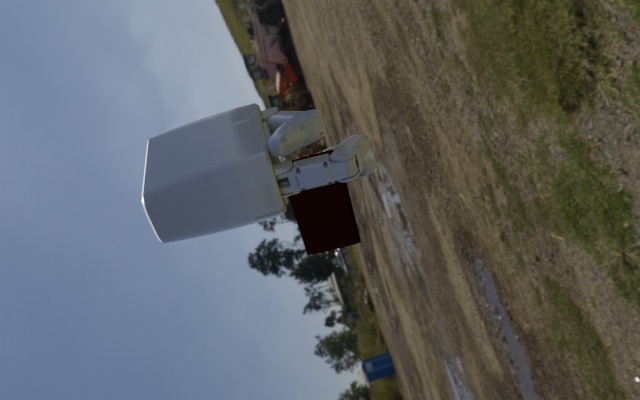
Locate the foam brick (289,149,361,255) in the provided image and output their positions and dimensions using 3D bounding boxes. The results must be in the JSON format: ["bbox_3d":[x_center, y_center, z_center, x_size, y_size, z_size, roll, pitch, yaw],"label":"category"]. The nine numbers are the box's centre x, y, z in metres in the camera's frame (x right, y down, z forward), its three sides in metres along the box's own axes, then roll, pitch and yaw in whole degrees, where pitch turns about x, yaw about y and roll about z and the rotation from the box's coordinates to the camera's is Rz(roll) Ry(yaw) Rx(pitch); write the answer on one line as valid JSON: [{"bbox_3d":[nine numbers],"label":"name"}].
[{"bbox_3d":[0.000,0.002,0.440,0.051,0.078,0.053,-16,26,-2],"label":"foam brick"}]
